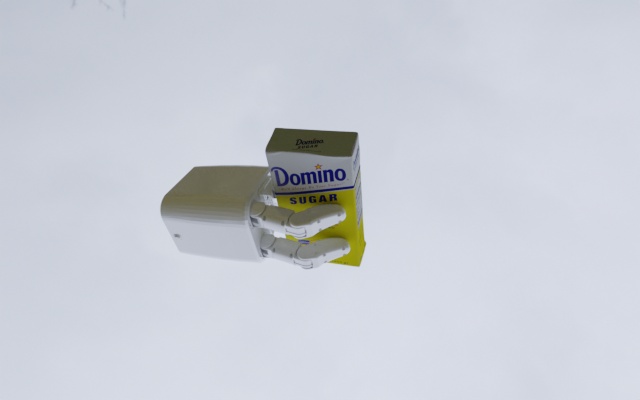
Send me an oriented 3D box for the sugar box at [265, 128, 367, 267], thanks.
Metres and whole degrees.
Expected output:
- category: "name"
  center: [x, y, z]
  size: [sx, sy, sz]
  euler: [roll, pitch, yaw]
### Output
- category: "sugar box"
  center: [0.000, 0.002, 0.540]
  size: [0.093, 0.048, 0.176]
  euler: [5, -42, 14]
